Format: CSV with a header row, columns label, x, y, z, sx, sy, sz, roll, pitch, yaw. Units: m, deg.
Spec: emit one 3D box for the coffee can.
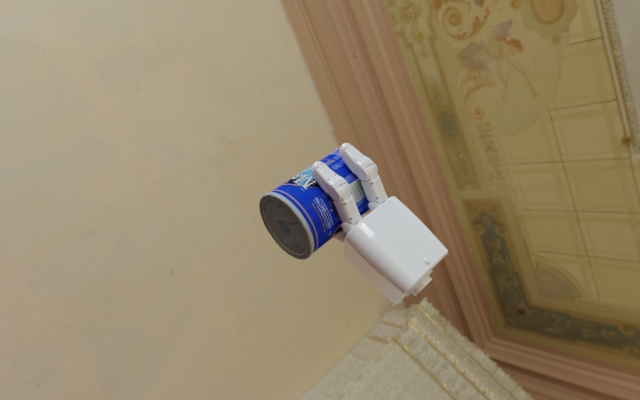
label,x,y,z,sx,sy,sz,roll,pitch,yaw
coffee can,0.000,0.002,0.672,0.140,0.103,0.103,-35,20,-31
